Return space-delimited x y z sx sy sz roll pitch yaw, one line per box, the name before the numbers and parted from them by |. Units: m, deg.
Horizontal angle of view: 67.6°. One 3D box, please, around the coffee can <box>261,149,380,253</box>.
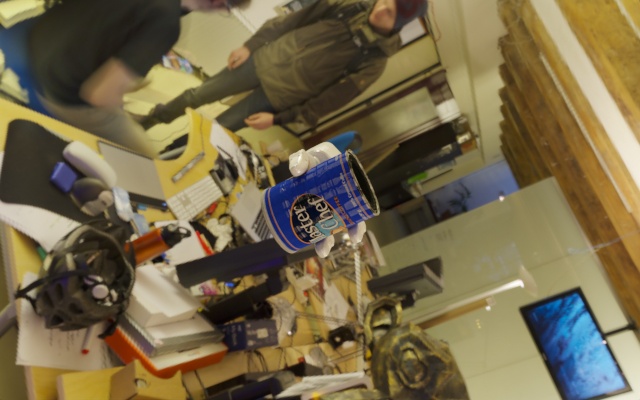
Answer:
coffee can | 0.000 0.002 0.687 0.140 0.103 0.103 -25 -7 15
